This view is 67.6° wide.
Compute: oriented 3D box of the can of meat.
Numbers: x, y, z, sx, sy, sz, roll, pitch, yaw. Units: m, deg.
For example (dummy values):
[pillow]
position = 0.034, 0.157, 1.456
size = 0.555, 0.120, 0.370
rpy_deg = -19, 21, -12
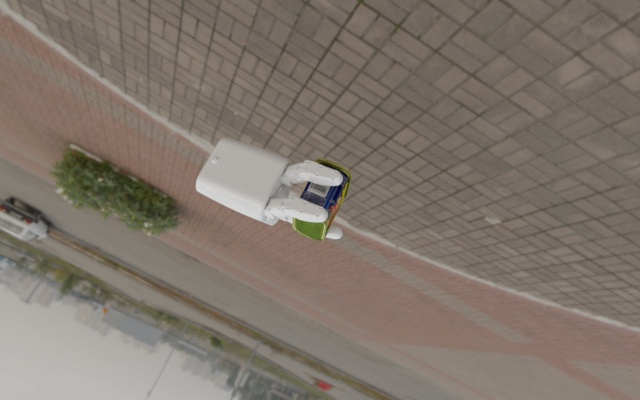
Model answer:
[can of meat]
position = 0.000, 0.003, 0.677
size = 0.057, 0.084, 0.102
rpy_deg = 24, -21, 7
